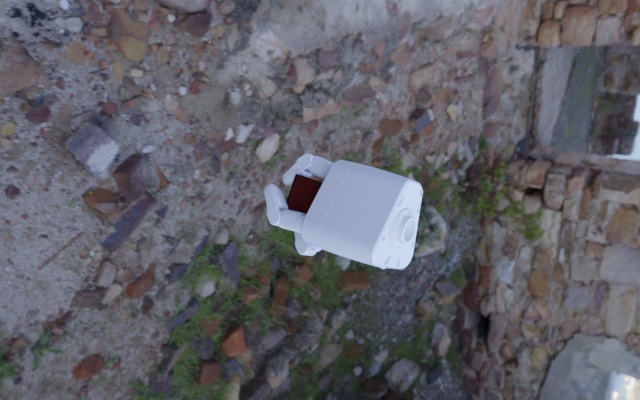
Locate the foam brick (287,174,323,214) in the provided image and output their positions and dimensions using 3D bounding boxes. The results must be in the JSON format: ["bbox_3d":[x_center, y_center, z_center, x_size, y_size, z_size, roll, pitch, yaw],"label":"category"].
[{"bbox_3d":[0.000,0.002,0.643,0.051,0.053,0.078,20,3,38],"label":"foam brick"}]
